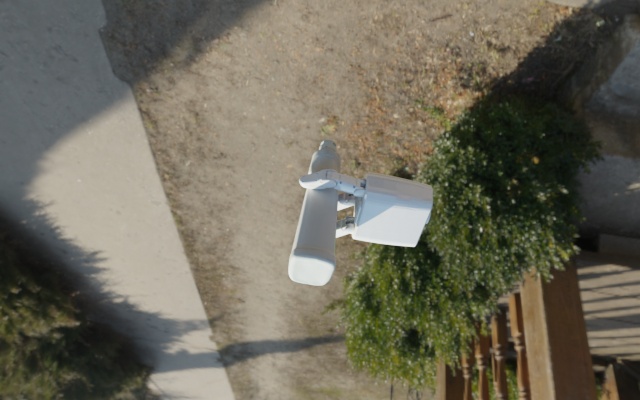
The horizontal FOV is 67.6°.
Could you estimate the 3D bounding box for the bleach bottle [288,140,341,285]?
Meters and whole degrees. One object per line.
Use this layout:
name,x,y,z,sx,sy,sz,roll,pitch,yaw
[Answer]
bleach bottle,0.000,0.003,0.769,0.068,0.250,0.103,10,-32,-3
